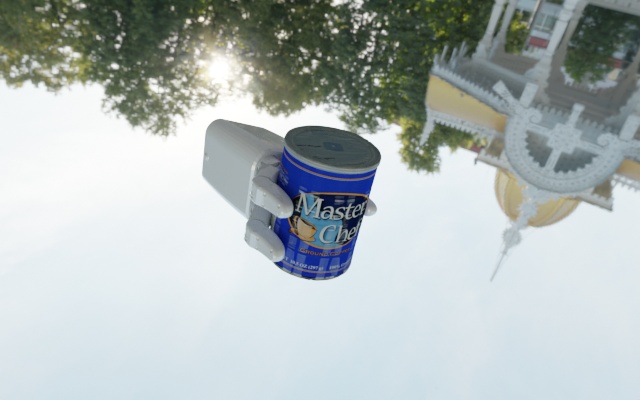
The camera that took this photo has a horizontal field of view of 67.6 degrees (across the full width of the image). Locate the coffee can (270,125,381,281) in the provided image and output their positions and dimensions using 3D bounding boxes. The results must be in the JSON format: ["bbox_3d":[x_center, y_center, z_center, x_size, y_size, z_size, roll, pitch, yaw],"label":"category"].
[{"bbox_3d":[0.000,0.002,0.527,0.103,0.140,0.102,10,29,-6],"label":"coffee can"}]
